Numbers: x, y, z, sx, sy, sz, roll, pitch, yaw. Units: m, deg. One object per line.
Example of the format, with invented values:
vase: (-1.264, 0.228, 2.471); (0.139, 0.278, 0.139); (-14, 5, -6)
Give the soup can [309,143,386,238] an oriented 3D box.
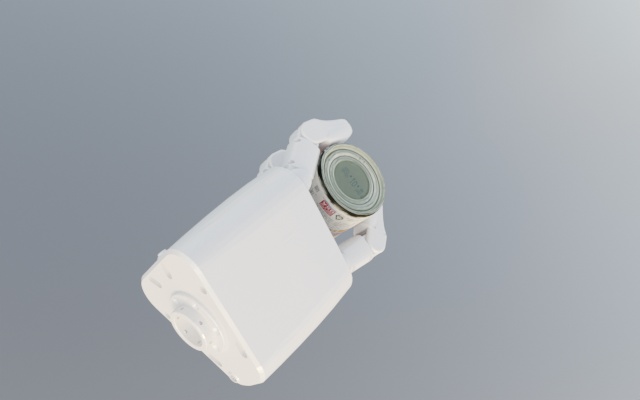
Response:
soup can: (0.001, 0.001, 0.422); (0.068, 0.068, 0.102); (0, -23, -36)
